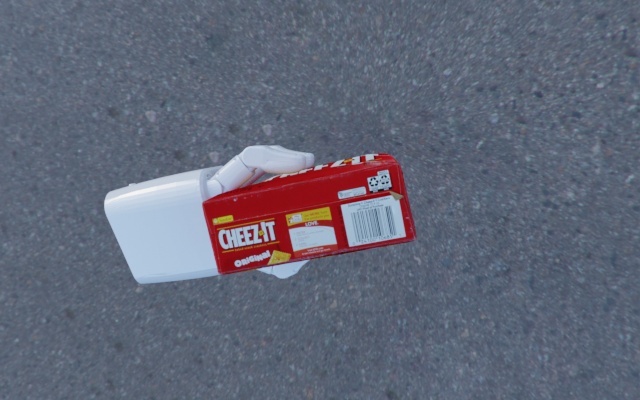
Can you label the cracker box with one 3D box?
[{"bbox_3d":[0.000,0.002,0.476,0.164,0.072,0.213,-11,6,8],"label":"cracker box"}]
